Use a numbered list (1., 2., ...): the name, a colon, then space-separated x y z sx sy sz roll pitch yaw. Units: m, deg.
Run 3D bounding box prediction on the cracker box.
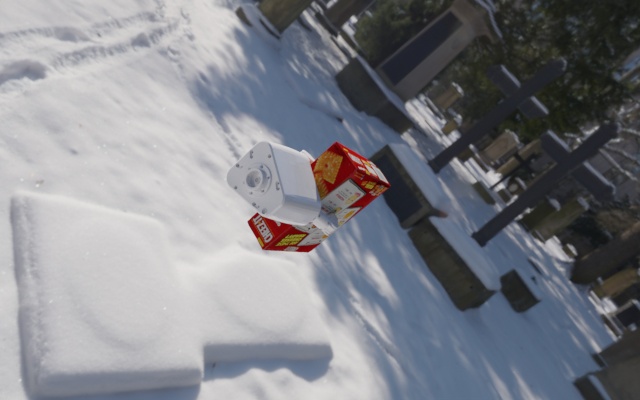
1. cracker box: 0.000 0.003 0.849 0.214 0.072 0.164 -40 -23 17
